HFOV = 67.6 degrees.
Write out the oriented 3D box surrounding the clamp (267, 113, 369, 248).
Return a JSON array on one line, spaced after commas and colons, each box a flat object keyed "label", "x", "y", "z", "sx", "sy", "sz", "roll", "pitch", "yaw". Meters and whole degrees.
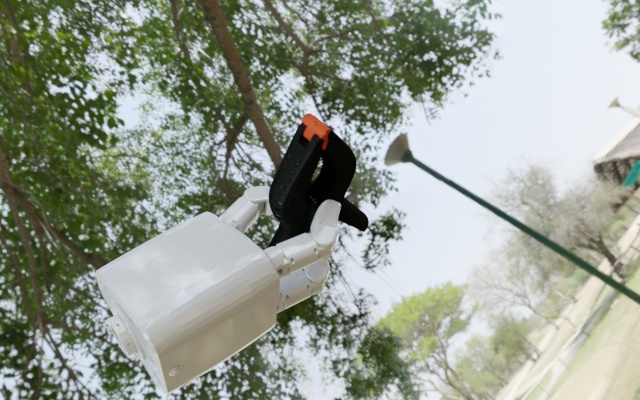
[{"label": "clamp", "x": -0.001, "y": 0.001, "z": 0.468, "sx": 0.164, "sy": 0.210, "sz": 0.036, "roll": -29, "pitch": 57, "yaw": -32}]
